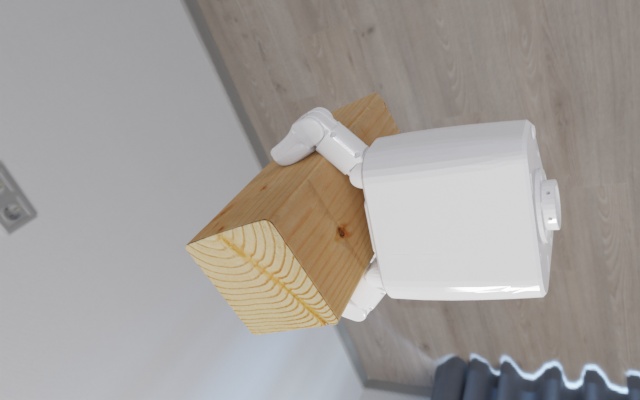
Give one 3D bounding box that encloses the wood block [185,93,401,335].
[{"bbox_3d":[0.000,0.001,0.401,0.090,0.091,0.206,-18,22,37],"label":"wood block"}]
